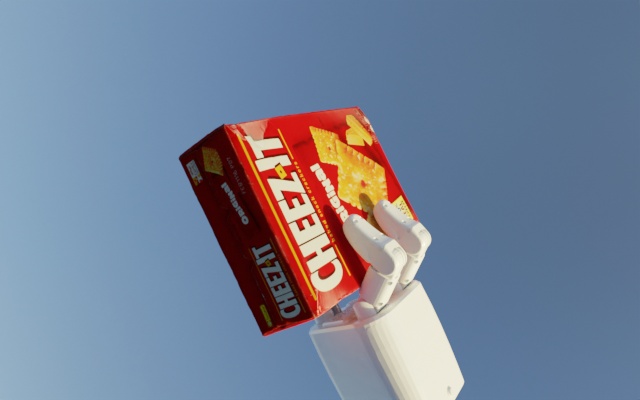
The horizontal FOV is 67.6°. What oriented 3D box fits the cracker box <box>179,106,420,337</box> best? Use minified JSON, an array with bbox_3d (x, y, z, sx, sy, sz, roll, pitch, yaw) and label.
[{"bbox_3d":[0.000,0.002,0.450,0.072,0.164,0.213,-29,-4,36],"label":"cracker box"}]
